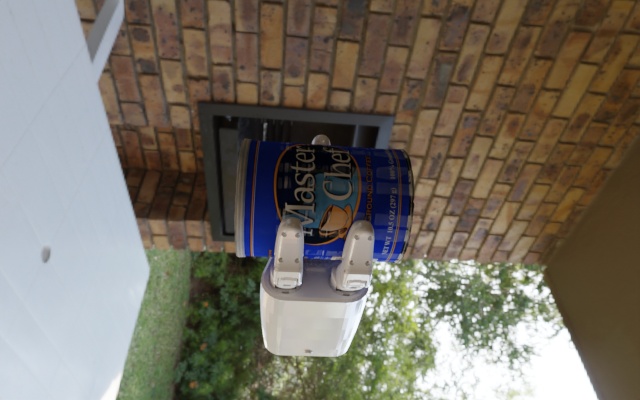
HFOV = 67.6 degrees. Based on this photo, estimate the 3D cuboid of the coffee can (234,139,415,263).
[{"bbox_3d":[0.000,0.001,0.421,0.140,0.103,0.103,3,0,-5],"label":"coffee can"}]
